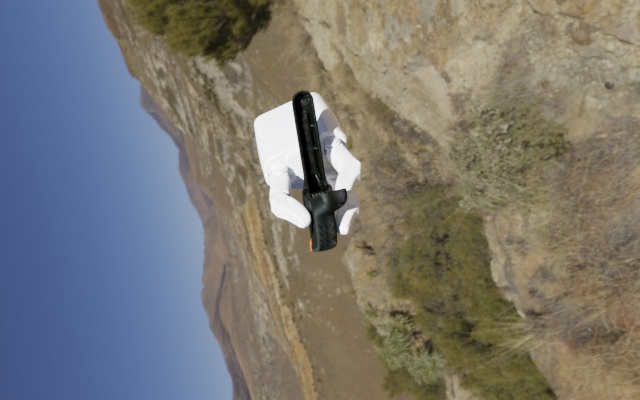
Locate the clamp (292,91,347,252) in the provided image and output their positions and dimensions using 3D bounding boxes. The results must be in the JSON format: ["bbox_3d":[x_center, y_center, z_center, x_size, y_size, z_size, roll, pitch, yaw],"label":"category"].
[{"bbox_3d":[-0.001,0.002,0.558,0.036,0.210,0.164,-10,44,-7],"label":"clamp"}]
